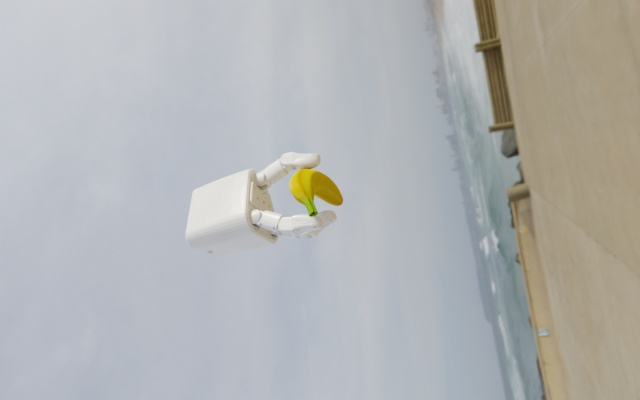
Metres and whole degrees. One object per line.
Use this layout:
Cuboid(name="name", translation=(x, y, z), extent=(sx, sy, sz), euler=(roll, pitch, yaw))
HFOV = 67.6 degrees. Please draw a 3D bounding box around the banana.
Cuboid(name="banana", translation=(-0.008, -0.015, 0.706), extent=(0.037, 0.069, 0.198), euler=(-23, -1, 15))
